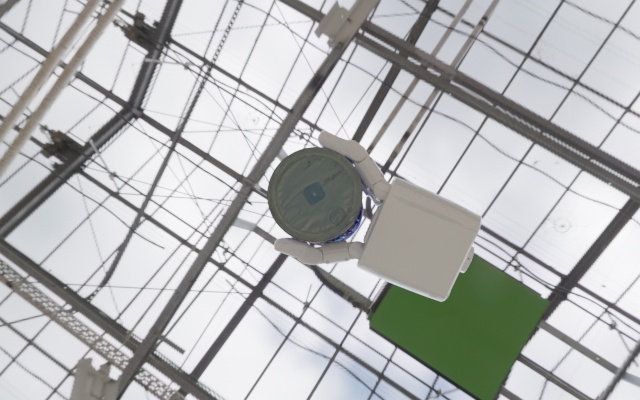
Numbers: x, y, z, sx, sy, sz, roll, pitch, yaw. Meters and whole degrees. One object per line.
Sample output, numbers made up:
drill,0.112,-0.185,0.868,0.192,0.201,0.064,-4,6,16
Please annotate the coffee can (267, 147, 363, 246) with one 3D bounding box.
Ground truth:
coffee can,0.000,0.002,0.573,0.103,0.103,0.140,0,-7,6
